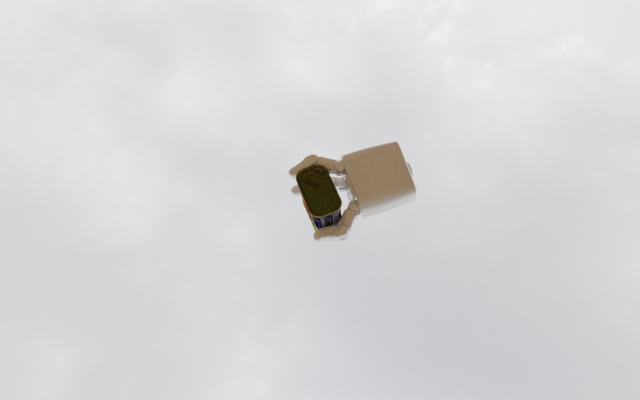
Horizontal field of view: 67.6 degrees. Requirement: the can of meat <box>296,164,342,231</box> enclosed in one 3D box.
[{"bbox_3d":[0.000,0.003,0.832,0.057,0.102,0.084,-21,-30,-6],"label":"can of meat"}]
